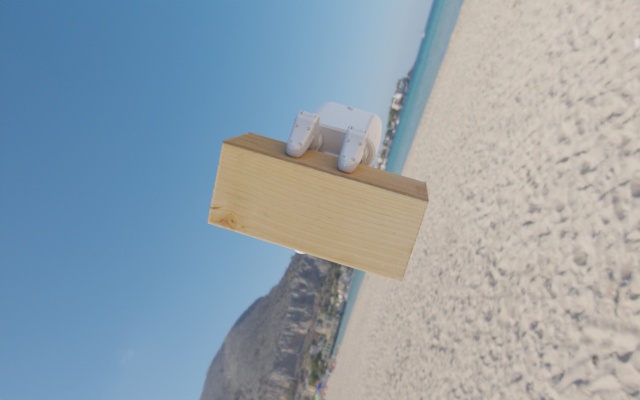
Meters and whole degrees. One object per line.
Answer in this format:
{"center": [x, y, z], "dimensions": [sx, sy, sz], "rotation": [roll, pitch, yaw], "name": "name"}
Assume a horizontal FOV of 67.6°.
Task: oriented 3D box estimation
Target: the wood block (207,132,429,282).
{"center": [0.000, 0.002, 0.507], "dimensions": [0.206, 0.091, 0.090], "rotation": [16, 16, 6], "name": "wood block"}
